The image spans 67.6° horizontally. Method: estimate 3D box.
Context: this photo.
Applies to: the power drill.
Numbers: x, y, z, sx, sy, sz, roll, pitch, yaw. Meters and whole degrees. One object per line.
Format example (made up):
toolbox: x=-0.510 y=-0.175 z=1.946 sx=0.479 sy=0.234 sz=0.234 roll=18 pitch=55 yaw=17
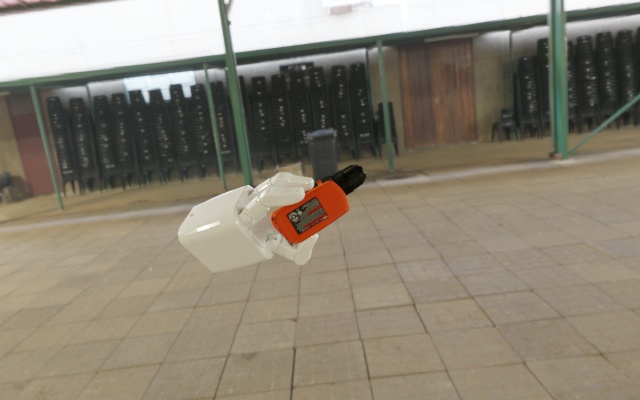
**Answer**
power drill: x=0.000 y=0.003 z=0.757 sx=0.184 sy=0.057 sz=0.187 roll=-34 pitch=3 yaw=2
